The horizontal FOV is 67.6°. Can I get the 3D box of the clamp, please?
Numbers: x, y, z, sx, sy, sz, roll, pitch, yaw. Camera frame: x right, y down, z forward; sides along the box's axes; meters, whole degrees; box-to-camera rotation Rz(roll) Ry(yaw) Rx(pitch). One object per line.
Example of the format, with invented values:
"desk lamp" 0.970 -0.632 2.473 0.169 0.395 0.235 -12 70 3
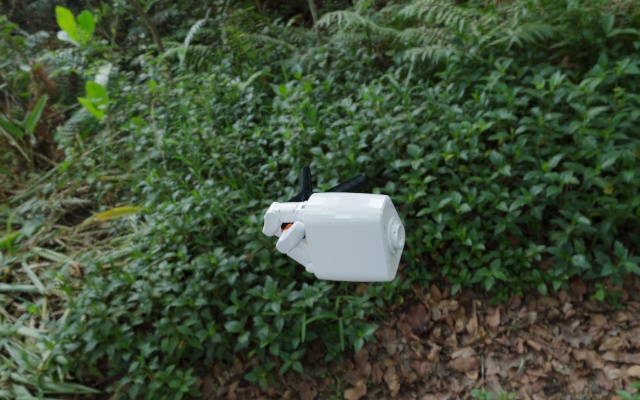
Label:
"clamp" 0.000 0.002 0.722 0.120 0.039 0.171 0 41 25
